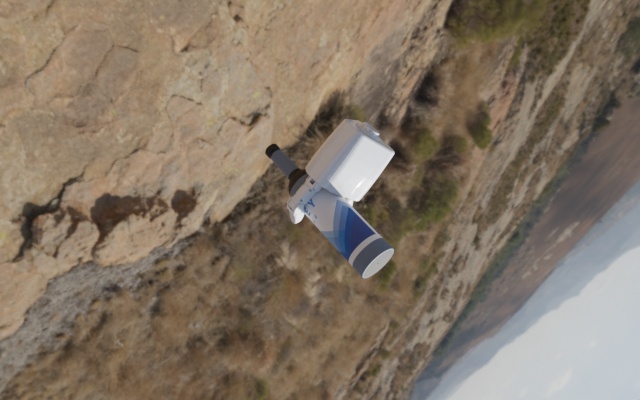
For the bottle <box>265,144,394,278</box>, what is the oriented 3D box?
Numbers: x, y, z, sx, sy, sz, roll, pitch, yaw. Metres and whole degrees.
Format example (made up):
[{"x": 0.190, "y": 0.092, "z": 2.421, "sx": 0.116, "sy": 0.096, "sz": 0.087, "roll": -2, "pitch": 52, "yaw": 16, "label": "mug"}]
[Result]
[{"x": 0.000, "y": 0.003, "z": 0.812, "sx": 0.295, "sy": 0.069, "sz": 0.069, "roll": 47, "pitch": 25, "yaw": 26, "label": "bottle"}]
